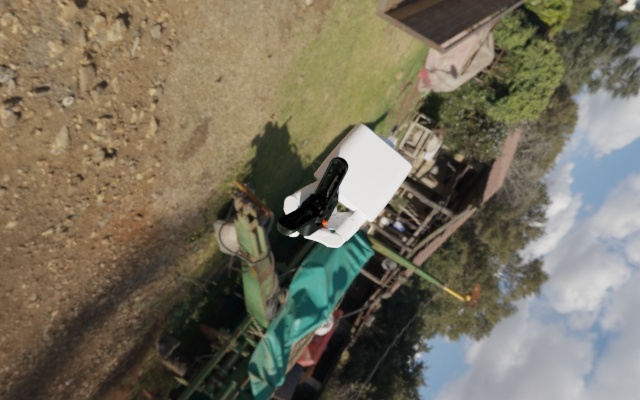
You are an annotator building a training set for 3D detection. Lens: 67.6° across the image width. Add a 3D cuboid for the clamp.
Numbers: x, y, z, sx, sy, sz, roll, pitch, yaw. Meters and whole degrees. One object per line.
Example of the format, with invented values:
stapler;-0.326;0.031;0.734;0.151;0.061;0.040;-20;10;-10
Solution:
clamp;0.000;0.003;0.651;0.120;0.039;0.171;-44;-8;1
